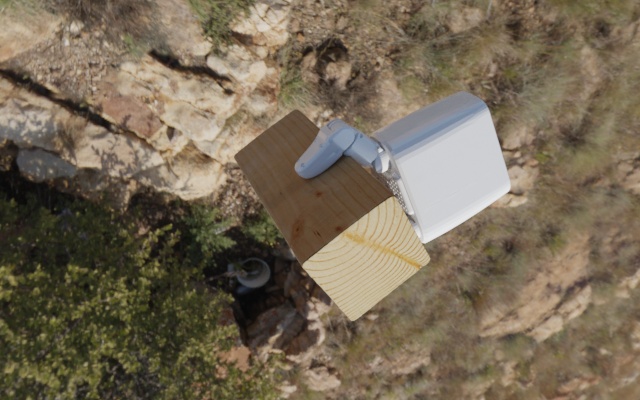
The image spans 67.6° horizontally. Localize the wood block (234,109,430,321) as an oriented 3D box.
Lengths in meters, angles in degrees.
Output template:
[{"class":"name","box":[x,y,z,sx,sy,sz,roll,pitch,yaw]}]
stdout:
[{"class":"wood block","box":[0.000,0.001,0.464,0.090,0.091,0.206,-37,38,-2]}]
